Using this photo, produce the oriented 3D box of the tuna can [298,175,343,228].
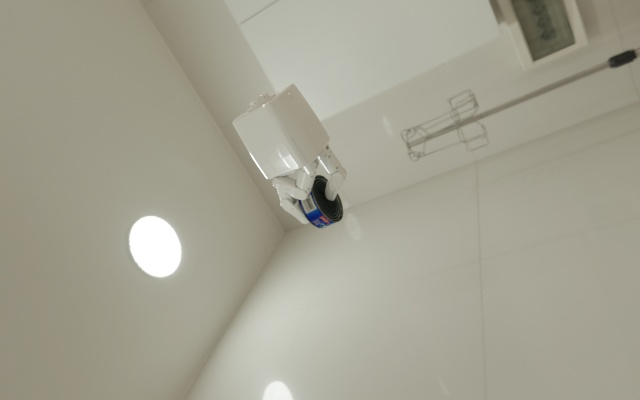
[{"bbox_3d":[0.000,0.003,0.800,0.034,0.086,0.086,-27,-13,28],"label":"tuna can"}]
